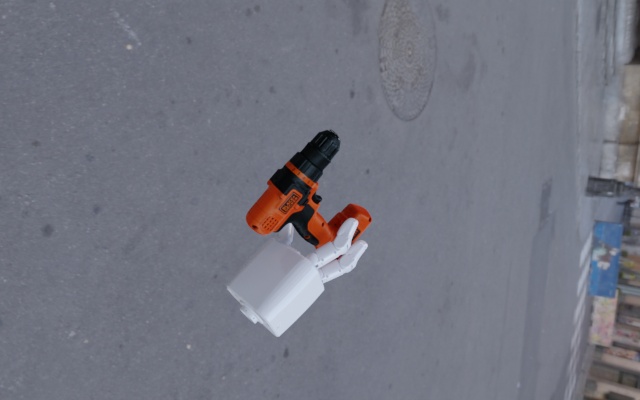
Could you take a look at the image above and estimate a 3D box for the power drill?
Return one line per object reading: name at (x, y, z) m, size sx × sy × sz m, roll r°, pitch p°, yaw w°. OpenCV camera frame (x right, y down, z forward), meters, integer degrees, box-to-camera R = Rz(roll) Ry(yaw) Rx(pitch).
power drill at (0.000, 0.003, 0.740) m, size 0.188 × 0.184 × 0.057 m, roll 38°, pitch 6°, yaw -42°
